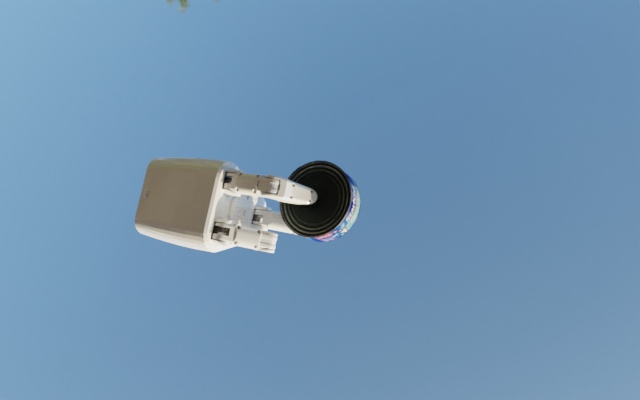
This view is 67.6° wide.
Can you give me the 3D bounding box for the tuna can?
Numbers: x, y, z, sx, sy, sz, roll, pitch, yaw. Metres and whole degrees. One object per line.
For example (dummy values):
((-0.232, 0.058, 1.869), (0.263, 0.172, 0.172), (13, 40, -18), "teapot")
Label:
((0.000, 0.002, 0.525), (0.086, 0.086, 0.034), (0, -15, 26), "tuna can")
